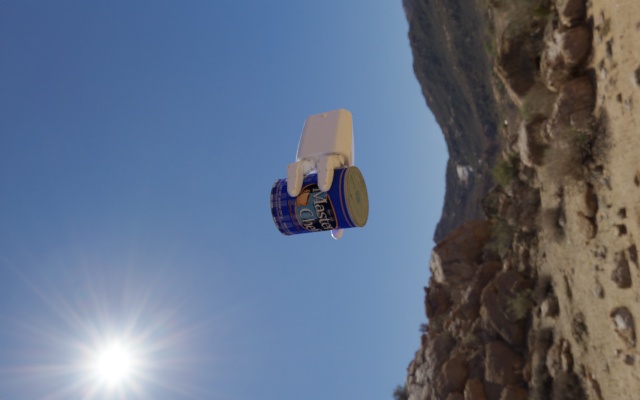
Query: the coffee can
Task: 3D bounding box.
[{"bbox_3d":[0.000,0.003,0.816,0.140,0.103,0.103,-8,-3,23],"label":"coffee can"}]
